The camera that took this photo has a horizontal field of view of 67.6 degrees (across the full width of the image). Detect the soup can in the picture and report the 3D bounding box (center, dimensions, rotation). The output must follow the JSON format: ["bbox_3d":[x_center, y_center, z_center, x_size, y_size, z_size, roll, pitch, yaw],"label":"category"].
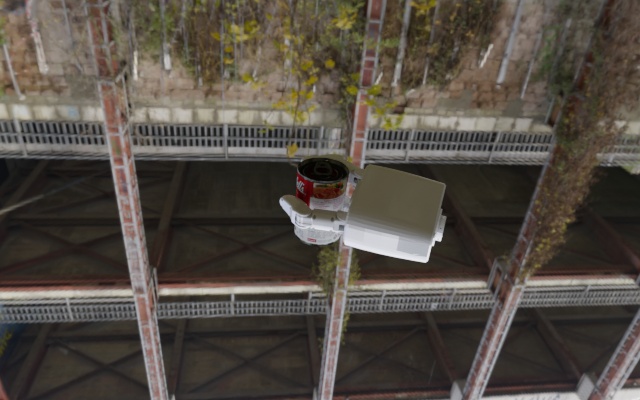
[{"bbox_3d":[0.000,0.002,0.645,0.068,0.102,0.068,4,31,-2],"label":"soup can"}]
